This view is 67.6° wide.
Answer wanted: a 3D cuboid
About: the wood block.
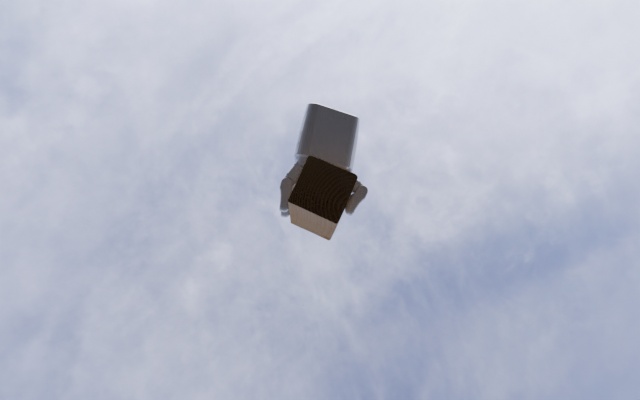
[{"bbox_3d":[0.001,0.003,0.867,0.091,0.090,0.206,23,-12,3],"label":"wood block"}]
